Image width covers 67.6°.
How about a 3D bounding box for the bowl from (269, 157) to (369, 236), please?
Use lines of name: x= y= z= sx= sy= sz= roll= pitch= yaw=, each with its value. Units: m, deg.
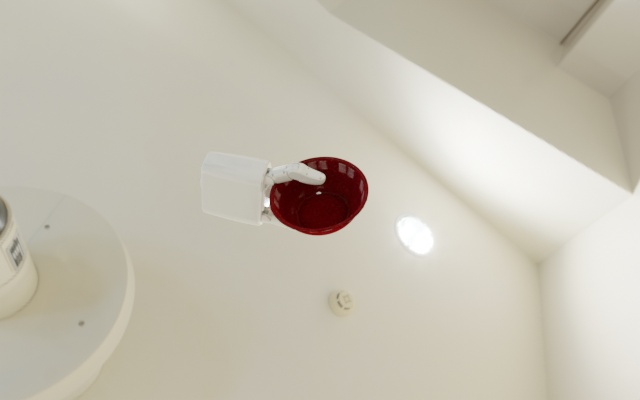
bowl: x=0.001 y=0.003 z=0.783 sx=0.162 sy=0.162 sz=0.055 roll=0 pitch=-41 yaw=11
